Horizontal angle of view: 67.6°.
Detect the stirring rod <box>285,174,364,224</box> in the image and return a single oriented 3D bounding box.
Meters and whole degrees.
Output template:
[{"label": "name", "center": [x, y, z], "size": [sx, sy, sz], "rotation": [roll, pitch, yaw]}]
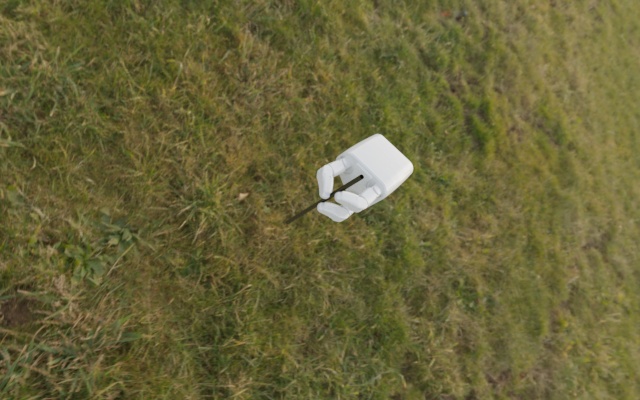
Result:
[{"label": "stirring rod", "center": [0.000, 0.003, 0.850], "size": [0.011, 0.011, 0.239], "rotation": [0, -20, -35]}]
